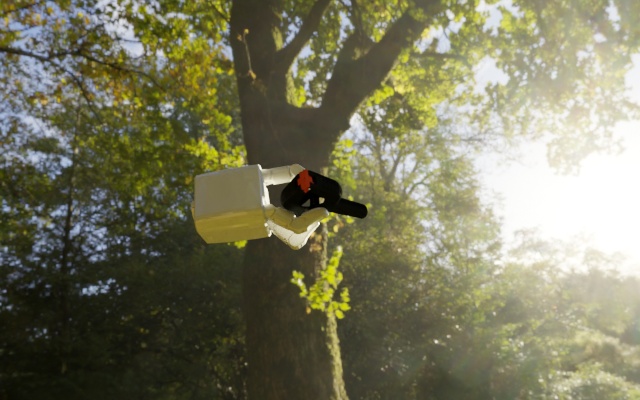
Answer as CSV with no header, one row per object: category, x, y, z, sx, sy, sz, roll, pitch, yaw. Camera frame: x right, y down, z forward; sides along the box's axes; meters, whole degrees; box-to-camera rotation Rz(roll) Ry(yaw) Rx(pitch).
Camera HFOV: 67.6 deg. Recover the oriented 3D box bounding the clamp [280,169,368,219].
clamp,0.000,0.002,0.755,0.164,0.036,0.210,-9,-20,-3
